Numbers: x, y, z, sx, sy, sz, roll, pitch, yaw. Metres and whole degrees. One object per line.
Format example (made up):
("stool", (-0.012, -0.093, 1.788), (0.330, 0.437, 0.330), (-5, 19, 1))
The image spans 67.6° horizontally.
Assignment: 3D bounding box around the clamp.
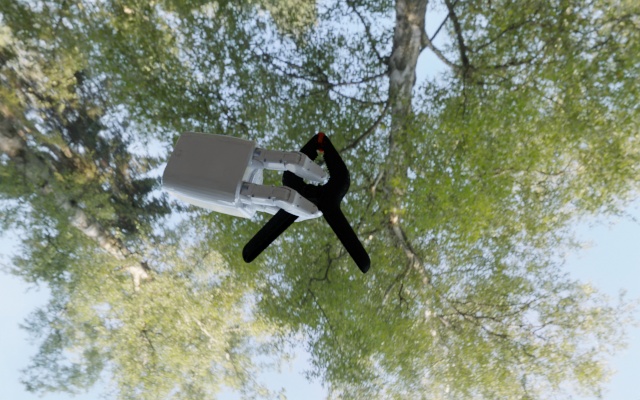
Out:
("clamp", (0.000, 0.002, 0.649), (0.164, 0.210, 0.036), (11, -27, 7))
